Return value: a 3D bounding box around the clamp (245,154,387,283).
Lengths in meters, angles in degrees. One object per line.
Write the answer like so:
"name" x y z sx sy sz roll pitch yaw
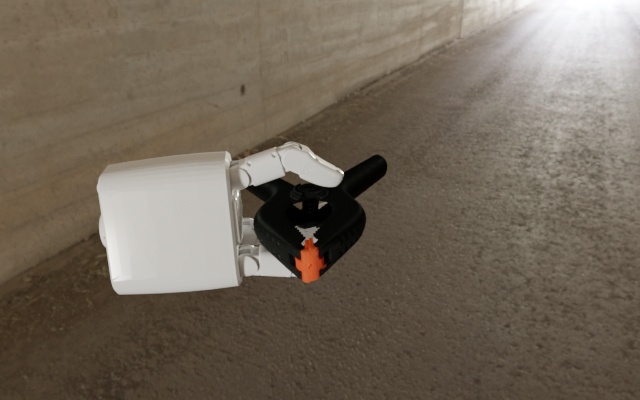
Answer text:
"clamp" 0.000 0.001 0.435 0.164 0.036 0.210 -6 25 -6
